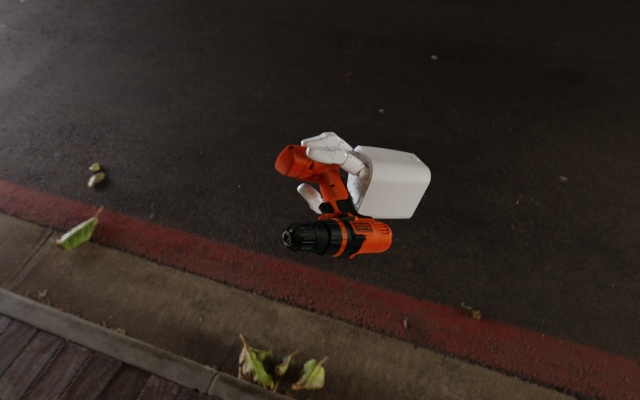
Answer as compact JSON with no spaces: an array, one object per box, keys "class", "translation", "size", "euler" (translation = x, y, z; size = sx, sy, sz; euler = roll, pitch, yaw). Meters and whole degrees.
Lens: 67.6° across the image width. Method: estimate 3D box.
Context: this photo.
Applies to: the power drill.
[{"class":"power drill","translation":[0.000,0.002,0.703],"size":[0.184,0.187,0.057],"euler":[5,-44,-40]}]
